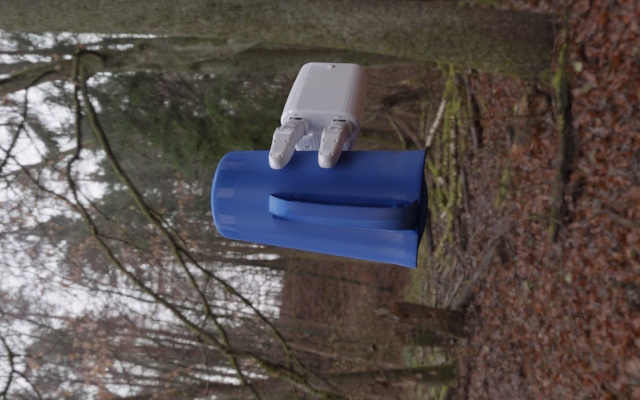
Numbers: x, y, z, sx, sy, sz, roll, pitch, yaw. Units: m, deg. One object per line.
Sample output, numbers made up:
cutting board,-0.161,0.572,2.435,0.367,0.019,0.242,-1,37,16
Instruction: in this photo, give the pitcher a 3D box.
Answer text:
pitcher,0.000,0.002,0.551,0.243,0.145,0.149,4,-37,12
